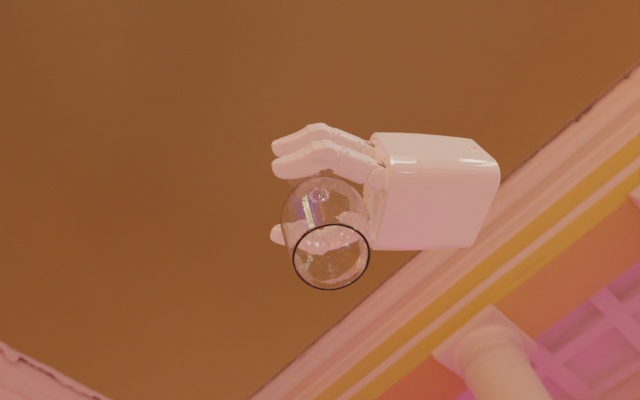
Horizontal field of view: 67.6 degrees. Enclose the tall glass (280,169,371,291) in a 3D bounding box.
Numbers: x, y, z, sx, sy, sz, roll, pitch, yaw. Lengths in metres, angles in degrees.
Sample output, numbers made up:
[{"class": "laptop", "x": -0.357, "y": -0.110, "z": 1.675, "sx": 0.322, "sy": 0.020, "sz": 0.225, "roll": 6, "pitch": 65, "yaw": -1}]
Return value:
[{"class": "tall glass", "x": 0.000, "y": 0.001, "z": 0.459, "sx": 0.079, "sy": 0.079, "sz": 0.201, "roll": 0, "pitch": 26, "yaw": -5}]
